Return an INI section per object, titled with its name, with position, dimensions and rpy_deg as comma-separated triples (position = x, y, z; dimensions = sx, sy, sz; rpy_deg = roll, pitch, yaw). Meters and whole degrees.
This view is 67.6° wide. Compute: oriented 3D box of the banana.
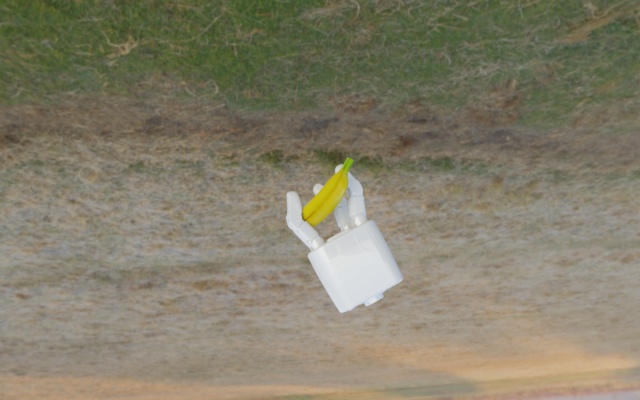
[banana]
position = -0.006, 0.012, 0.769
dimensions = 0.198, 0.037, 0.069
rpy_deg = -44, 8, 44
